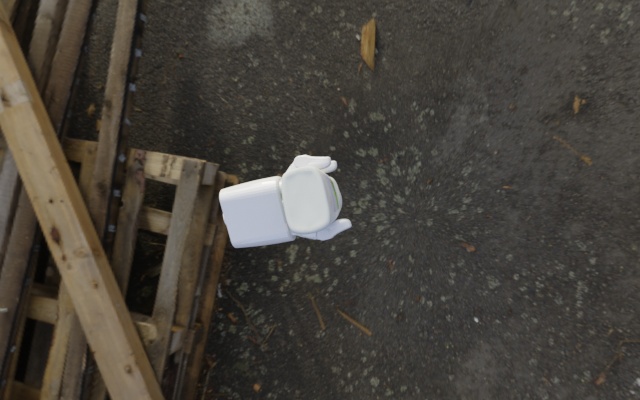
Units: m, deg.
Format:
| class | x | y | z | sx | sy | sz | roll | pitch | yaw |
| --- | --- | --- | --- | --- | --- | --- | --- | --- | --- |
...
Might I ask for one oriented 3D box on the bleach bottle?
| class | x | y | z | sx | sy | sz | roll | pitch | yaw |
| --- | --- | --- | --- | --- | --- | --- | --- | --- | --- |
| bleach bottle | 0.000 | 0.003 | 0.812 | 0.068 | 0.102 | 0.251 | -12 | -5 | 10 |
